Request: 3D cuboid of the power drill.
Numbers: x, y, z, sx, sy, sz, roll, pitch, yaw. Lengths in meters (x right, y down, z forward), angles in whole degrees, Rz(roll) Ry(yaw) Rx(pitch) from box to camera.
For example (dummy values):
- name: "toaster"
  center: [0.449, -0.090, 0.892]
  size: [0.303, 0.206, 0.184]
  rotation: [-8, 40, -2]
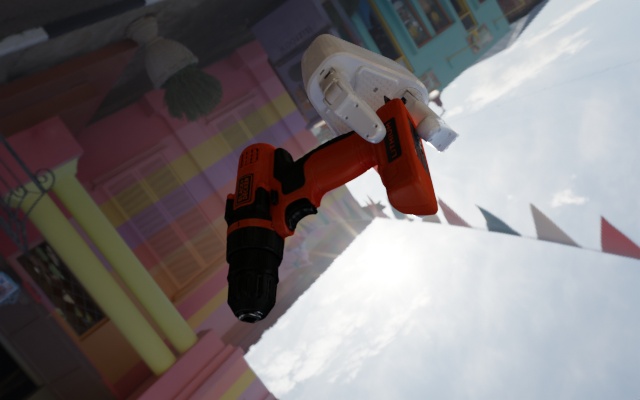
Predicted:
- name: "power drill"
  center: [0.000, 0.001, 0.412]
  size: [0.188, 0.184, 0.057]
  rotation: [-19, -39, 21]
